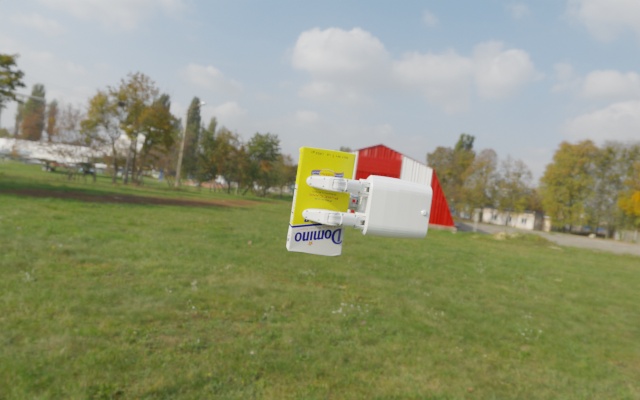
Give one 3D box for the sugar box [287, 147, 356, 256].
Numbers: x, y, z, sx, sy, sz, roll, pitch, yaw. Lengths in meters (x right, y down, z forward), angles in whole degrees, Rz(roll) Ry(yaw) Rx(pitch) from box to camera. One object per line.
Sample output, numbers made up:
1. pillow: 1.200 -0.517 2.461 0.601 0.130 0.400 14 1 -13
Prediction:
1. sugar box: 0.000 0.003 0.807 0.093 0.176 0.048 7 1 -9
